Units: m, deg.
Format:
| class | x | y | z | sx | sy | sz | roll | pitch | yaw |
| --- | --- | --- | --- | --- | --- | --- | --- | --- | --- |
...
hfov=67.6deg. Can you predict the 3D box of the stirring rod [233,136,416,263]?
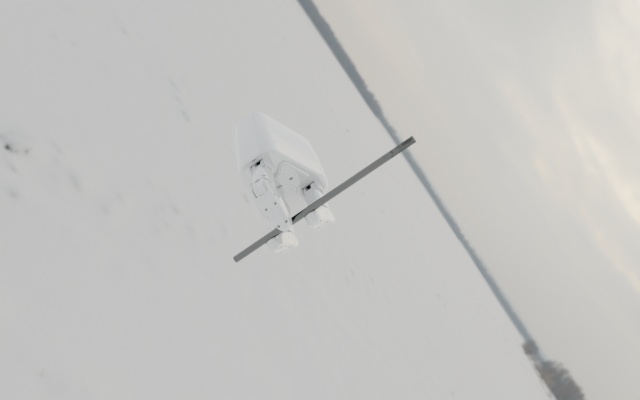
| class | x | y | z | sx | sy | sz | roll | pitch | yaw |
| --- | --- | --- | --- | --- | --- | --- | --- | --- | --- |
| stirring rod | 0.000 | 0.002 | 0.521 | 0.239 | 0.011 | 0.011 | -34 | -8 | 12 |
